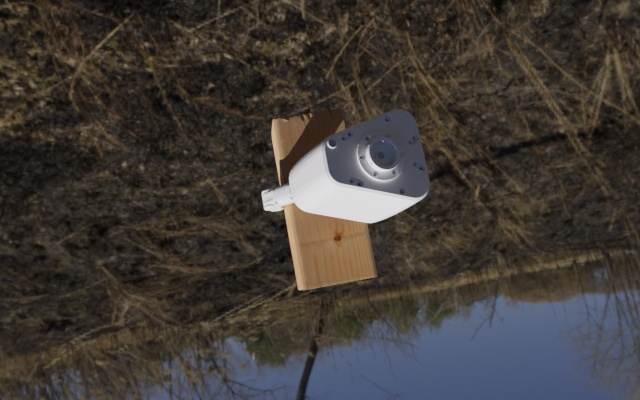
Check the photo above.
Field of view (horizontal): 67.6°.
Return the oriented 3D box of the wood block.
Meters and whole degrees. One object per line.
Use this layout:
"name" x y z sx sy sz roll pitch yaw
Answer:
"wood block" 0.000 0.002 0.600 0.091 0.206 0.090 -9 -9 -8
